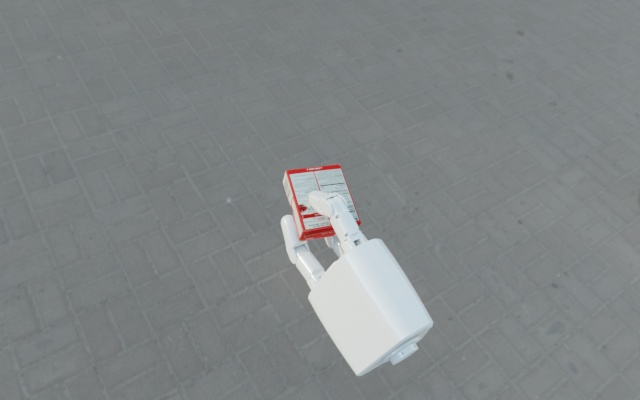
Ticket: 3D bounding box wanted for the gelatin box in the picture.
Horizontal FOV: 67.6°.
[{"bbox_3d":[0.000,0.001,0.585,0.073,0.089,0.030,-8,-27,-19],"label":"gelatin box"}]
